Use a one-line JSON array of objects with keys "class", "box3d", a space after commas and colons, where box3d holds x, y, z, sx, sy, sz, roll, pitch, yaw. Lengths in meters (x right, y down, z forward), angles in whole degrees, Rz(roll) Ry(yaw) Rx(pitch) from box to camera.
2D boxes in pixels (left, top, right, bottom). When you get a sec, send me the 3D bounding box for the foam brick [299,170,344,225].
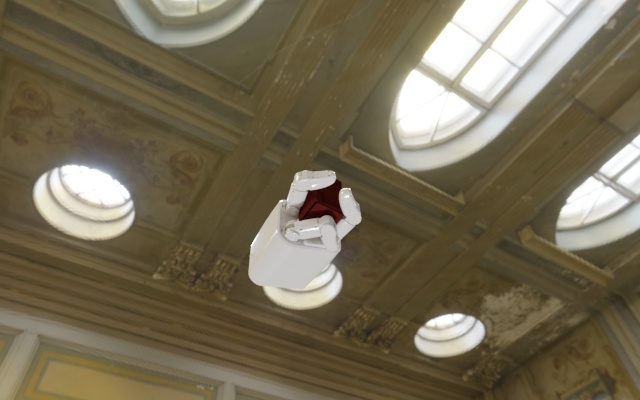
[{"class": "foam brick", "box3d": [0.000, 0.002, 0.725, 0.053, 0.051, 0.078, 24, 35, -21]}]
